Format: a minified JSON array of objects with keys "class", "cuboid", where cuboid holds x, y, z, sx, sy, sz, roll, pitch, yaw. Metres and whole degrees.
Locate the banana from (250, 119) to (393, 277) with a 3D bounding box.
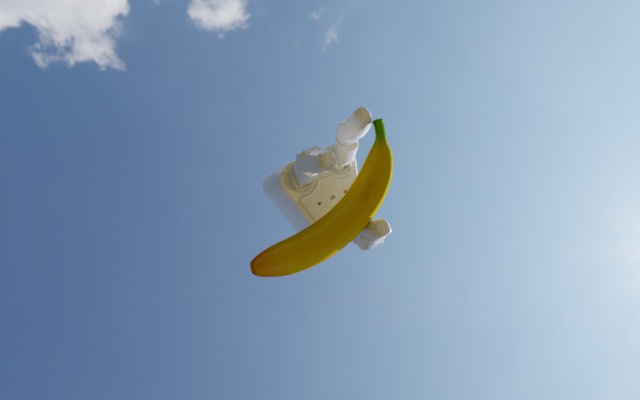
[{"class":"banana","cuboid":[0.015,0.011,0.474,0.070,0.197,0.037,44,-15,-16]}]
